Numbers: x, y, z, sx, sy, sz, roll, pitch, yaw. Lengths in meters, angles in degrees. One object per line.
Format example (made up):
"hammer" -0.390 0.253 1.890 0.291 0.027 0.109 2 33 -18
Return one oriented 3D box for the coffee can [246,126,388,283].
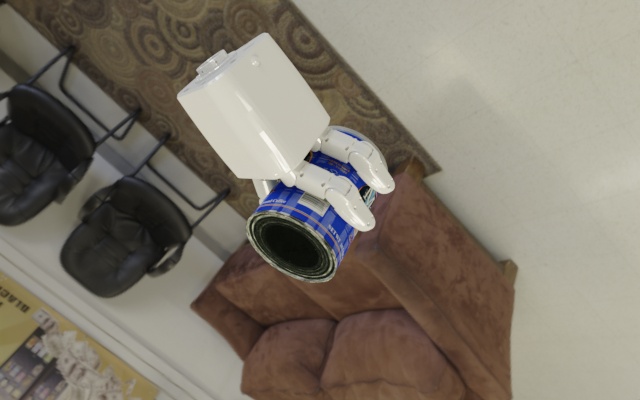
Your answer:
"coffee can" 0.000 0.002 0.515 0.103 0.103 0.140 0 42 36
